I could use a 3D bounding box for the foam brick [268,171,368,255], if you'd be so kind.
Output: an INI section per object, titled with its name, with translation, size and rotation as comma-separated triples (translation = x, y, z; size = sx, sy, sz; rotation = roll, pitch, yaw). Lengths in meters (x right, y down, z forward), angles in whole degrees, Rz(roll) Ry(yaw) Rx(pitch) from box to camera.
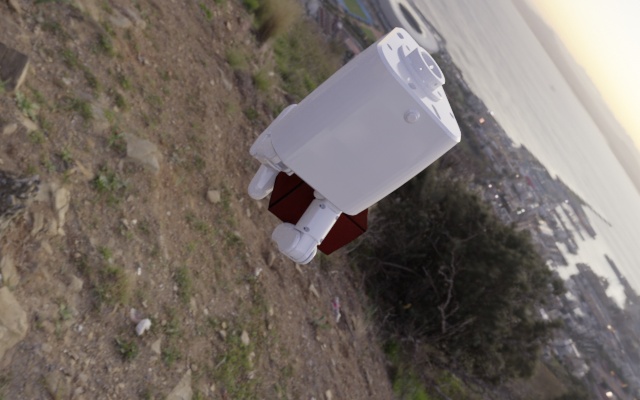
[foam brick]
translation = 0.000, 0.002, 0.434
size = 0.051, 0.053, 0.078
rotation = -35, -61, 30
